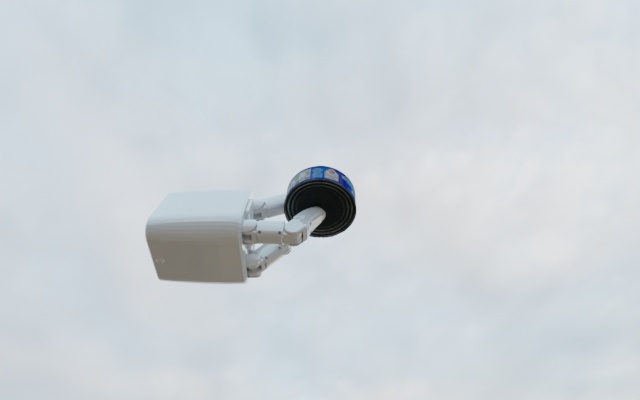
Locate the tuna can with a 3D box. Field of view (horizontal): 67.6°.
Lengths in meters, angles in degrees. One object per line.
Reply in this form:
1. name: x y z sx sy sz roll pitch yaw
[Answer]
1. tuna can: 0.000 0.002 0.572 0.086 0.086 0.033 0 36 3
